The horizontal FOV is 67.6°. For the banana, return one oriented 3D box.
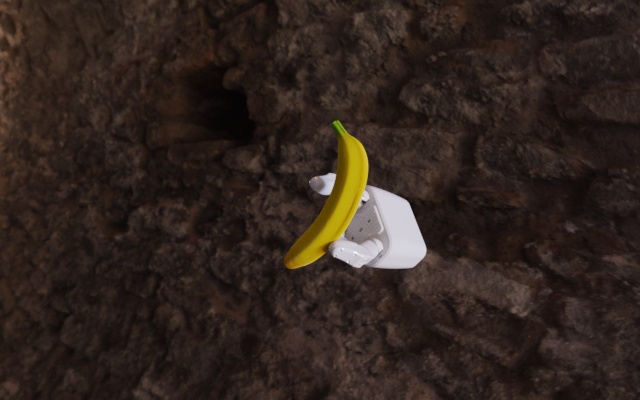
[{"bbox_3d":[0.014,0.005,0.591,0.069,0.198,0.037,27,9,41],"label":"banana"}]
